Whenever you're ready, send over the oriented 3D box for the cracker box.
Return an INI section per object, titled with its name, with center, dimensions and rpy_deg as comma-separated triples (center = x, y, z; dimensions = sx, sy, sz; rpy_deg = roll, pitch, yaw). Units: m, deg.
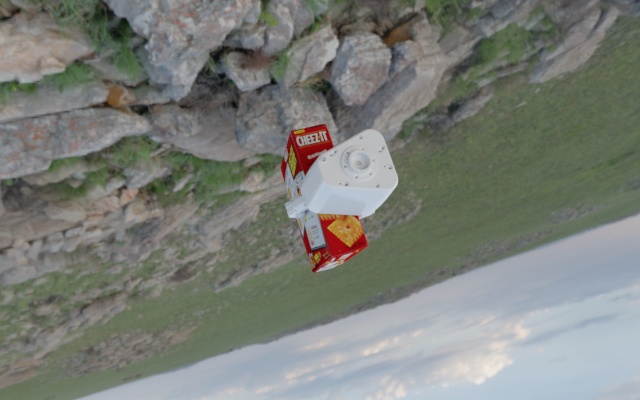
[cracker box]
center = 0.000, 0.003, 0.816
dimensions = 0.072, 0.213, 0.164
rpy_deg = -14, -14, -15
